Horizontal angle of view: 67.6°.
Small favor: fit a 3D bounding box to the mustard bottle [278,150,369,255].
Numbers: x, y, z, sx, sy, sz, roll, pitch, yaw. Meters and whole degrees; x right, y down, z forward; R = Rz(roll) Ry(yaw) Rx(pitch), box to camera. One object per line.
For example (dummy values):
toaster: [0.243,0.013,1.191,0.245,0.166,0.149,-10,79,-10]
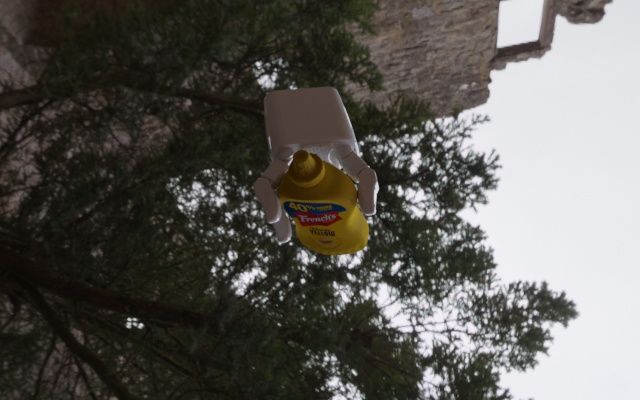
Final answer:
mustard bottle: [0.000,0.002,0.592,0.096,0.058,0.192,4,-31,18]
